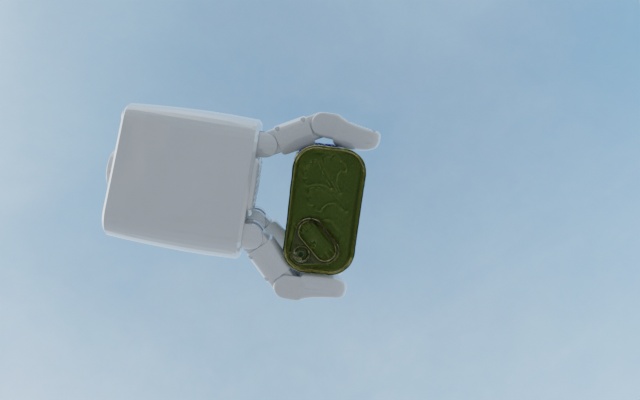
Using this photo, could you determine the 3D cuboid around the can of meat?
[{"bbox_3d":[0.000,0.001,0.411,0.057,0.102,0.084,6,10,-5],"label":"can of meat"}]
